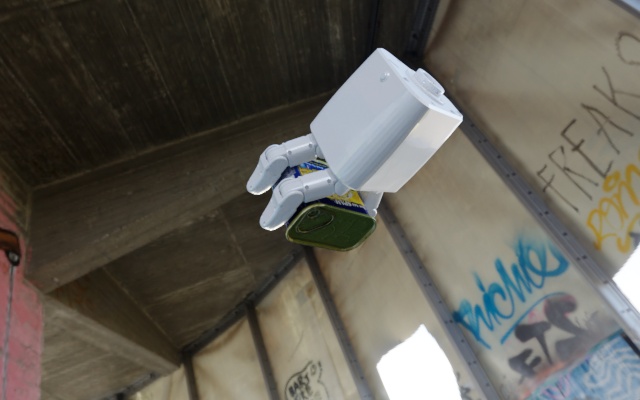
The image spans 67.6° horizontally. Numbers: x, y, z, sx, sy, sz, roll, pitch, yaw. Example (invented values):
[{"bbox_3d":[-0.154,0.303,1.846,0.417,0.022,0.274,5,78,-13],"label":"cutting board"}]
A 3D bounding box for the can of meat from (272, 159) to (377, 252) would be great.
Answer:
[{"bbox_3d":[0.000,0.002,0.521,0.102,0.084,0.057,15,-52,-39],"label":"can of meat"}]
